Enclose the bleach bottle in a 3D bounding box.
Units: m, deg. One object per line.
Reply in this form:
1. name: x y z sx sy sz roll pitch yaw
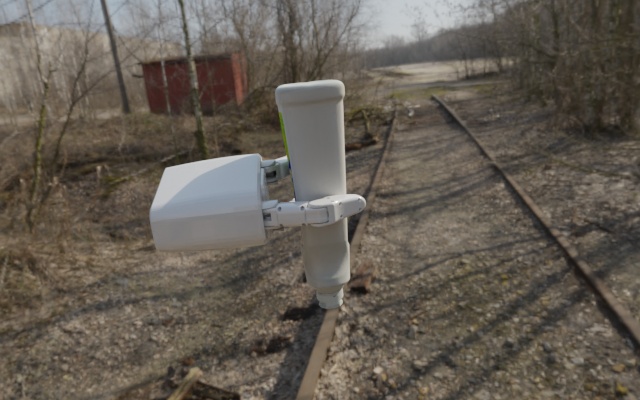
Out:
1. bleach bottle: 0.000 0.002 0.514 0.068 0.251 0.102 -7 15 -2
